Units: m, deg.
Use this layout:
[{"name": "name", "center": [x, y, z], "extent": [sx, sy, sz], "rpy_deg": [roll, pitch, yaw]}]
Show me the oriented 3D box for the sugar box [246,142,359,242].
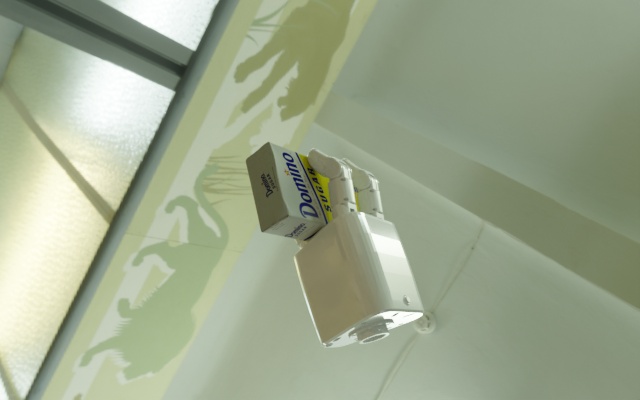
[{"name": "sugar box", "center": [0.001, 0.002, 0.551], "extent": [0.048, 0.093, 0.176], "rpy_deg": [-32, -31, 29]}]
